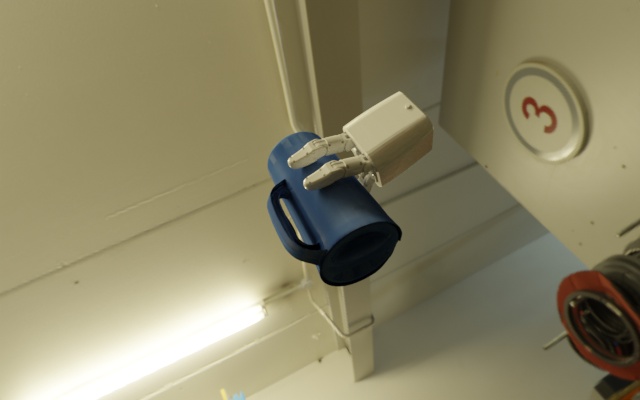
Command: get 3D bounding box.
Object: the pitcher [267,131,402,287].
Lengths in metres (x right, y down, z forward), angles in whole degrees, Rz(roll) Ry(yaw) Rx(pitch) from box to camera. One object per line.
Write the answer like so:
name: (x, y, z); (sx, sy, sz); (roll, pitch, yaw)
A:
pitcher: (0.000, 0.002, 0.735); (0.145, 0.242, 0.149); (-35, -37, 2)
